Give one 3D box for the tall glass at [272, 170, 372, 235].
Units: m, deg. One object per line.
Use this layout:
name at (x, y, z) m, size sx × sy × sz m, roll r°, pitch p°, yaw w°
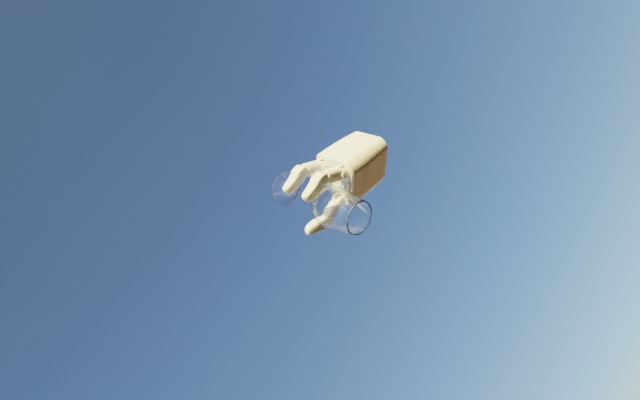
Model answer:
tall glass at (0.000, 0.003, 0.877) m, size 0.079 × 0.079 × 0.201 m, roll 0°, pitch 16°, yaw -44°
